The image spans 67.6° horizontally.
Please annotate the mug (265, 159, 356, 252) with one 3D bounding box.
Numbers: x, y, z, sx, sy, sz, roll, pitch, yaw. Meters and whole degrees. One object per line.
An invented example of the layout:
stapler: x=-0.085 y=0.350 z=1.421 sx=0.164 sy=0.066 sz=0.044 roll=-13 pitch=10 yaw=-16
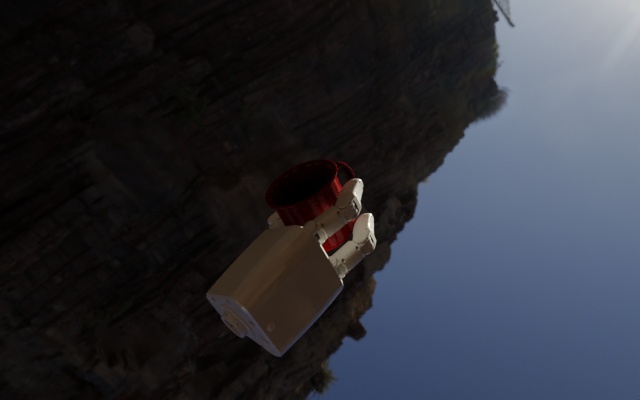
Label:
mug: x=0.001 y=0.001 z=0.584 sx=0.093 sy=0.081 sz=0.117 roll=13 pitch=49 yaw=48
